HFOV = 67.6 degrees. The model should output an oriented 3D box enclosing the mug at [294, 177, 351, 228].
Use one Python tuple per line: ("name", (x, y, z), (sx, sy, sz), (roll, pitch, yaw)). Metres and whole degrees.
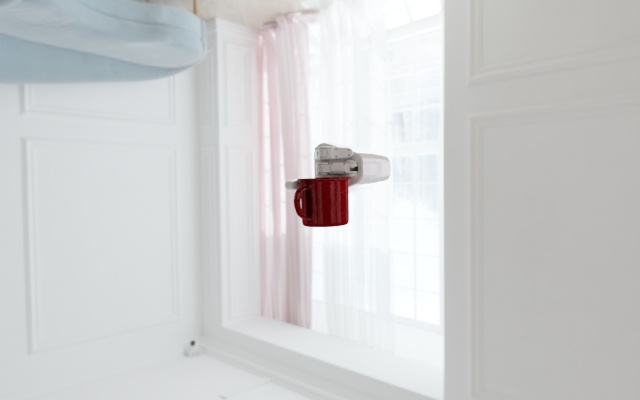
("mug", (-0.001, 0.003, 0.806), (0.093, 0.081, 0.117), (1, 4, 39))
